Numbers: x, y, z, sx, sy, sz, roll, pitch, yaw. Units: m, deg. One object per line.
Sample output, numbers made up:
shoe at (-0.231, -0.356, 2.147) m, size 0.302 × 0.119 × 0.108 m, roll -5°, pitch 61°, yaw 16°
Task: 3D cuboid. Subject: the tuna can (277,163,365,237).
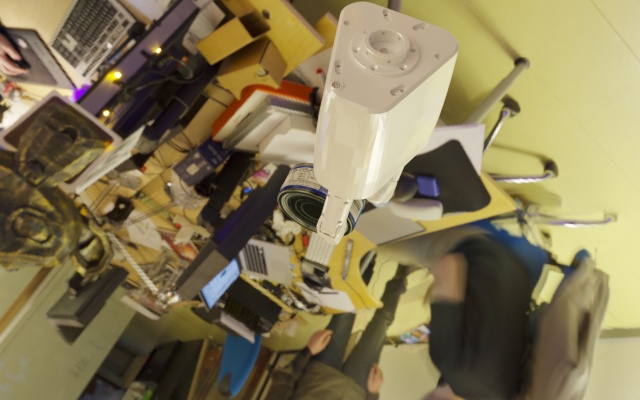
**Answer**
tuna can at (0.000, 0.002, 0.488) m, size 0.086 × 0.033 × 0.086 m, roll 20°, pitch -27°, yaw 11°
